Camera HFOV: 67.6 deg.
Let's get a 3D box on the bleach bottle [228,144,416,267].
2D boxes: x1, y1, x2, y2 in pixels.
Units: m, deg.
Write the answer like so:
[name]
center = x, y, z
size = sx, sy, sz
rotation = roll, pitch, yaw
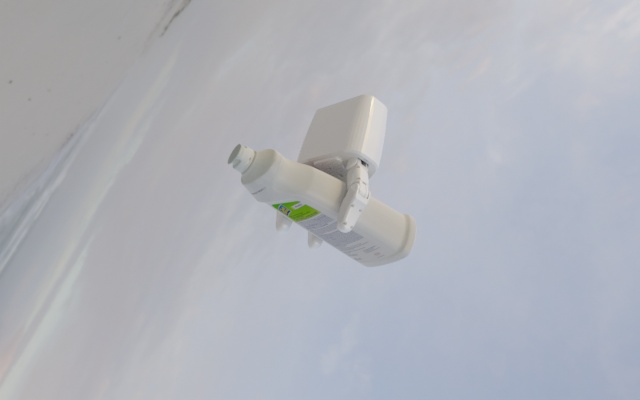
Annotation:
[bleach bottle]
center = 0.000, 0.002, 0.607
size = 0.251, 0.068, 0.102
rotation = 32, -35, -26
